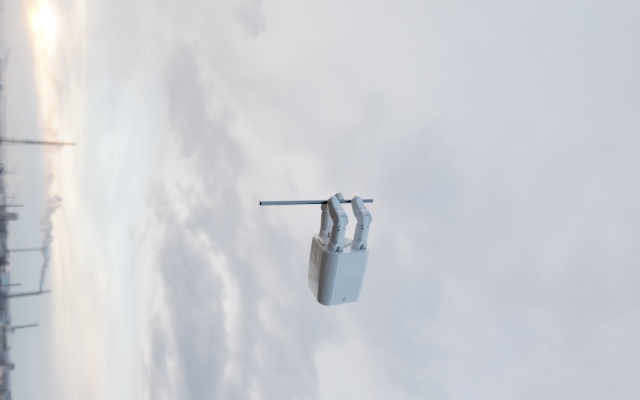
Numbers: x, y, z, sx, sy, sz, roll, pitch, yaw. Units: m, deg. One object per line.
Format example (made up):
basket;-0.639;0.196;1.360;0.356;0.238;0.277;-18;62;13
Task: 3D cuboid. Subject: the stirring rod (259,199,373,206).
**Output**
stirring rod;0.000;0.003;0.857;0.239;0.011;0.011;-1;1;-34
